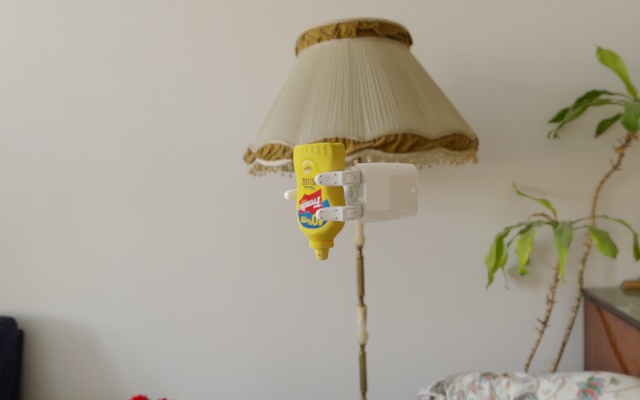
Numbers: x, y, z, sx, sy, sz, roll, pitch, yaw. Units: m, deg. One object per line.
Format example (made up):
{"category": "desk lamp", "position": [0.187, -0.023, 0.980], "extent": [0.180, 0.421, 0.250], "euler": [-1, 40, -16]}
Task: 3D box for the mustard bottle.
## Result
{"category": "mustard bottle", "position": [0.000, 0.002, 0.791], "extent": [0.096, 0.191, 0.058], "euler": [1, 5, 44]}
